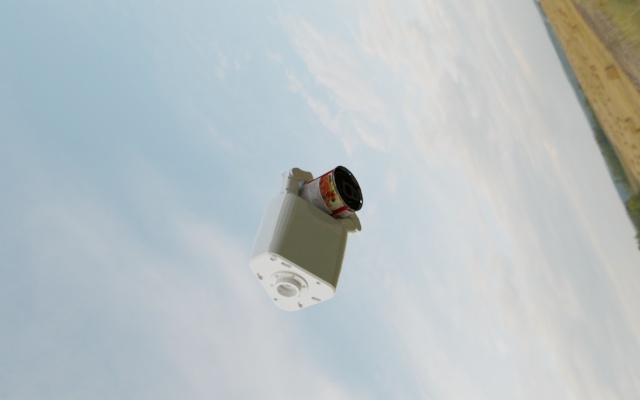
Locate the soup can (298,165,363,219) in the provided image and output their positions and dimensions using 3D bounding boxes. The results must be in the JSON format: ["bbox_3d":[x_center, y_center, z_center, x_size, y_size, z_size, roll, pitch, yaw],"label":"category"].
[{"bbox_3d":[0.000,0.002,0.677,0.102,0.068,0.068,-26,-14,31],"label":"soup can"}]
